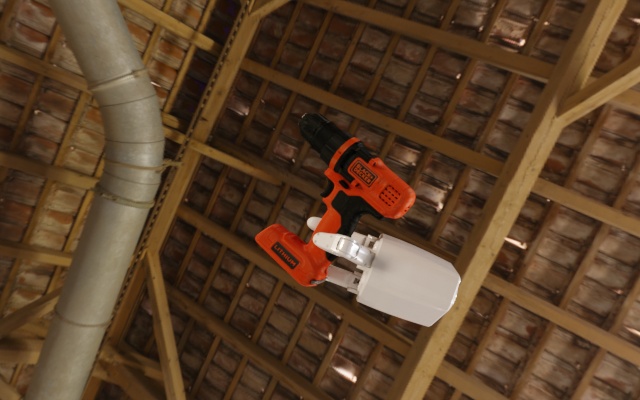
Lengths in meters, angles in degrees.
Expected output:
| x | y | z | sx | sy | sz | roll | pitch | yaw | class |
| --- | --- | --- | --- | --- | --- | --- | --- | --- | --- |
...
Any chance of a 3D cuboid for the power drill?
| x | y | z | sx | sy | sz | roll | pitch | yaw | class |
| --- | --- | --- | --- | --- | --- | --- | --- | --- | --- |
| 0.000 | 0.003 | 0.621 | 0.184 | 0.188 | 0.057 | 43 | 13 | 17 | power drill |
